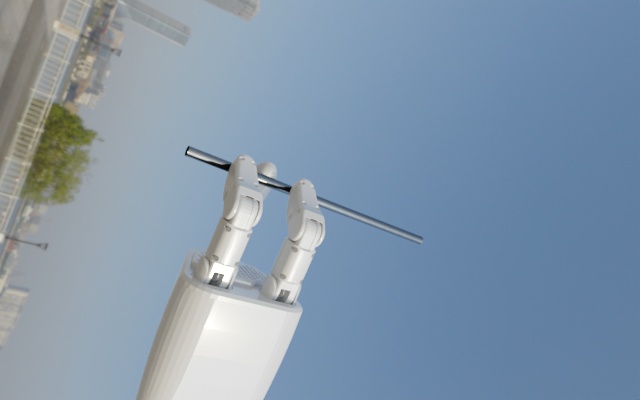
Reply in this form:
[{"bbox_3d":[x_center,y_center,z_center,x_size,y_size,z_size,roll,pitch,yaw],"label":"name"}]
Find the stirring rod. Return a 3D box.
[{"bbox_3d":[0.000,0.001,0.408,0.239,0.011,0.011,21,-11,-30],"label":"stirring rod"}]
